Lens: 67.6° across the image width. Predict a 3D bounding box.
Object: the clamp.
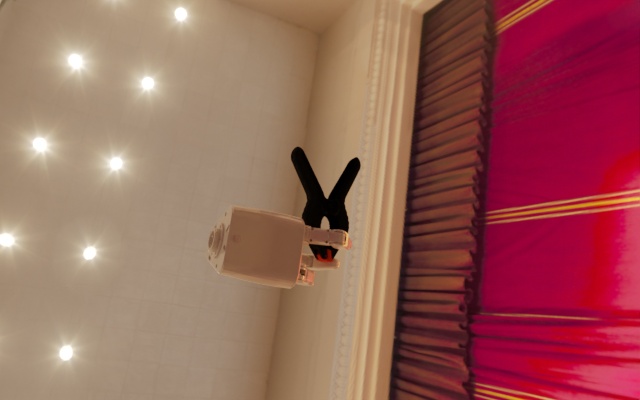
[{"bbox_3d":[0.000,0.003,0.710,0.120,0.171,0.039,15,-16,-25],"label":"clamp"}]
